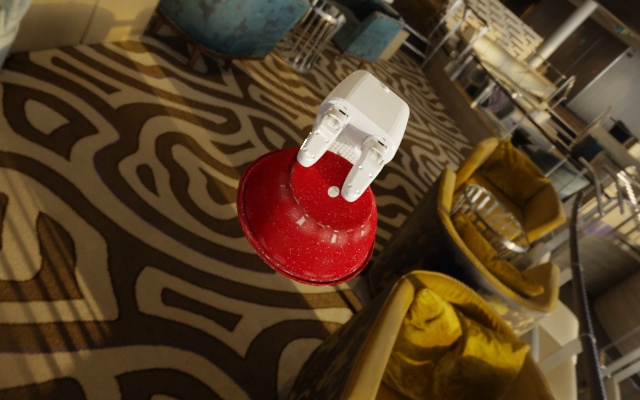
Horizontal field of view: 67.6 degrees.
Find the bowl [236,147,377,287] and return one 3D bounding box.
[{"bbox_3d":[0.000,0.002,0.483,0.162,0.162,0.055,0,-28,-31],"label":"bowl"}]
